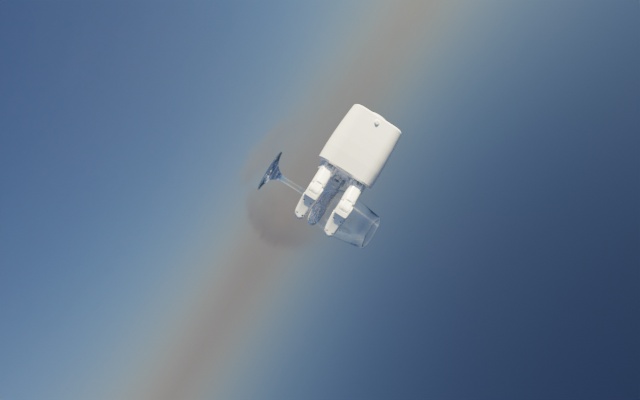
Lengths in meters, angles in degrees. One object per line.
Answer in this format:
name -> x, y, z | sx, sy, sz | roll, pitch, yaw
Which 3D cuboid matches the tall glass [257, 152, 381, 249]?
tall glass -> -0.001, 0.002, 0.794 | 0.201, 0.079, 0.079 | 32, -2, -3
